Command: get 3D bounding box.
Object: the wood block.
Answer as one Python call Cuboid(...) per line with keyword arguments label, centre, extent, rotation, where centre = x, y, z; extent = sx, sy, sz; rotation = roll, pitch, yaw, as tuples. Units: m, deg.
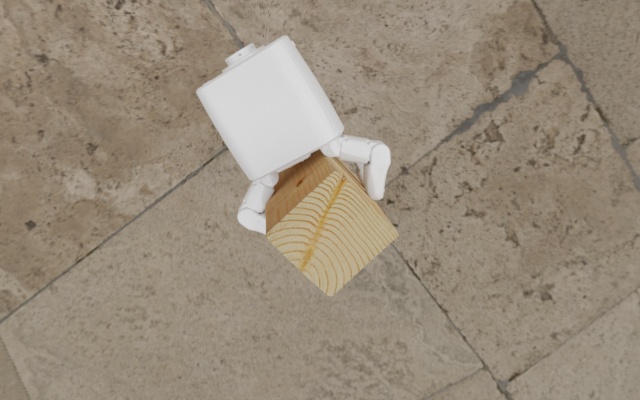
Cuboid(label="wood block", centre=(0.000, 0.002, 0.524), extent=(0.091, 0.090, 0.206), rotation=(-43, 17, 7))
